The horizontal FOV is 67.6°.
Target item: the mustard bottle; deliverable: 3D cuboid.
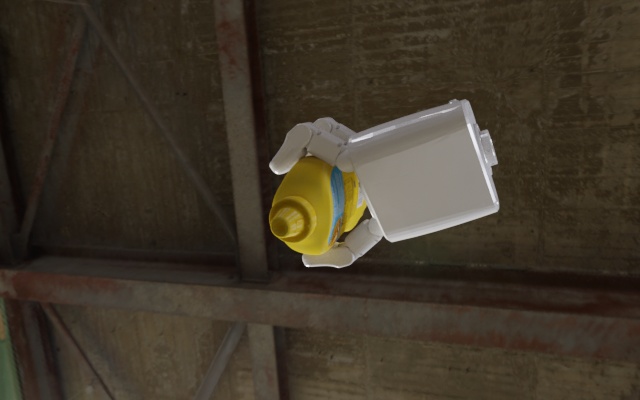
[{"bbox_3d":[0.000,0.002,0.478,0.058,0.096,0.191,9,16,18],"label":"mustard bottle"}]
